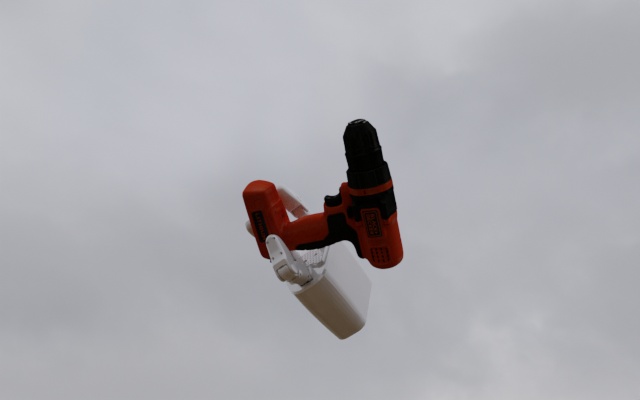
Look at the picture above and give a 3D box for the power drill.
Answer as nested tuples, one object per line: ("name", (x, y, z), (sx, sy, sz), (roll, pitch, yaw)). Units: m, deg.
("power drill", (0.000, 0.002, 0.588), (0.187, 0.184, 0.057), (-6, 18, 25))
